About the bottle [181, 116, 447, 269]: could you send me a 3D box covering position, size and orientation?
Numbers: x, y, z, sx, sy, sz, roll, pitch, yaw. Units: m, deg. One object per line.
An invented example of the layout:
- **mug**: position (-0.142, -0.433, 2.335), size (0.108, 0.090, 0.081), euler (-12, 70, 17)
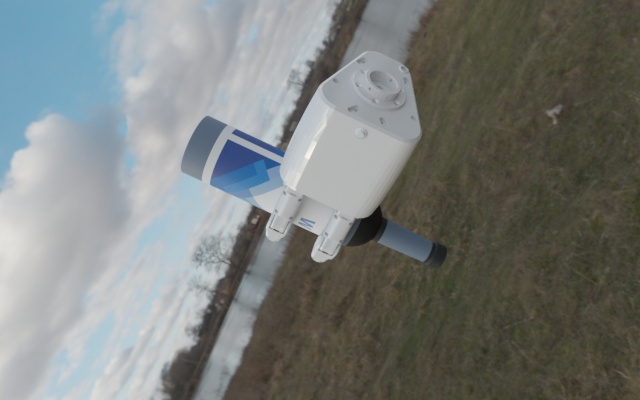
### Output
- **bottle**: position (0.000, 0.002, 0.517), size (0.296, 0.069, 0.069), euler (25, -2, -4)
